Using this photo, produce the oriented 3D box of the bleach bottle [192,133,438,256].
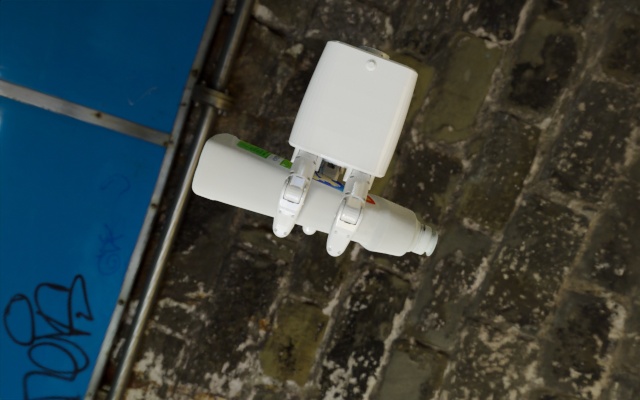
[{"bbox_3d":[0.000,0.002,0.507,0.251,0.068,0.102,20,8,-2],"label":"bleach bottle"}]
